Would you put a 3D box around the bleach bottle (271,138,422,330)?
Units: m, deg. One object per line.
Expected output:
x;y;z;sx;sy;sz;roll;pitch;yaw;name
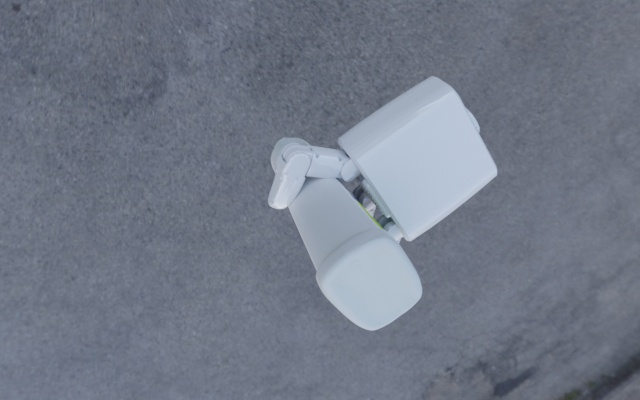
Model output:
0.000;0.002;0.459;0.068;0.103;0.250;-36;40;2;bleach bottle
